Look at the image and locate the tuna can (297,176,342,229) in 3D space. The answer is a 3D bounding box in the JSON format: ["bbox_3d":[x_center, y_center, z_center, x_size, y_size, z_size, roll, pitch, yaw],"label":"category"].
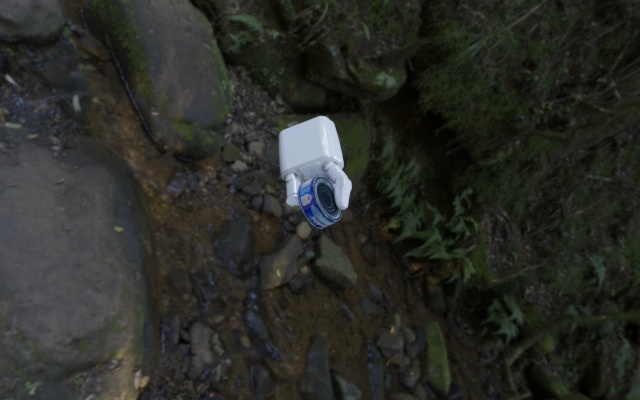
[{"bbox_3d":[0.001,0.002,0.811,0.034,0.086,0.086,-25,-12,28],"label":"tuna can"}]
